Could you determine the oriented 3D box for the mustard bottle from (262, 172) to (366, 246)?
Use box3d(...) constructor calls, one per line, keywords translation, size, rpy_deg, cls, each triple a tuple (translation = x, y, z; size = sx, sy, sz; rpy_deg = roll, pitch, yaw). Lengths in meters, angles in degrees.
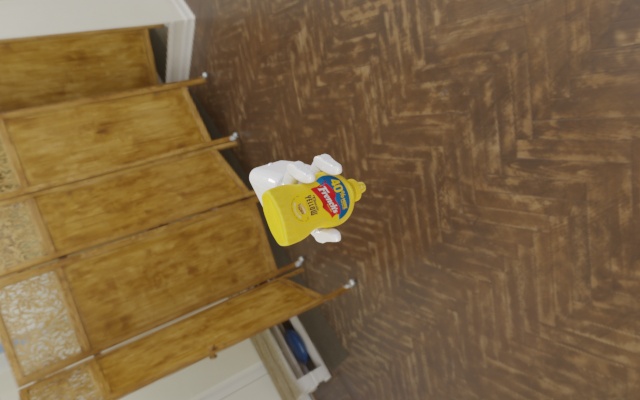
box3d(translation=(0.000, 0.003, 0.814), size=(0.191, 0.096, 0.058), rpy_deg=(-20, -1, -32), cls="mustard bottle")
